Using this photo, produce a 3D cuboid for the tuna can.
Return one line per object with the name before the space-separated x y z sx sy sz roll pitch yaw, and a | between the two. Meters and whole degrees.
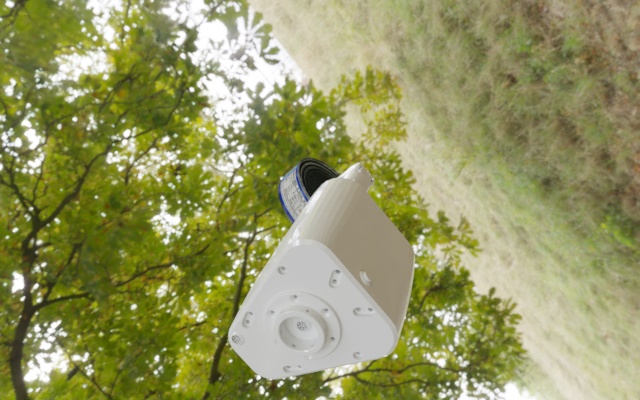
tuna can | 0.000 0.002 0.469 0.034 0.086 0.086 -40 -21 27
